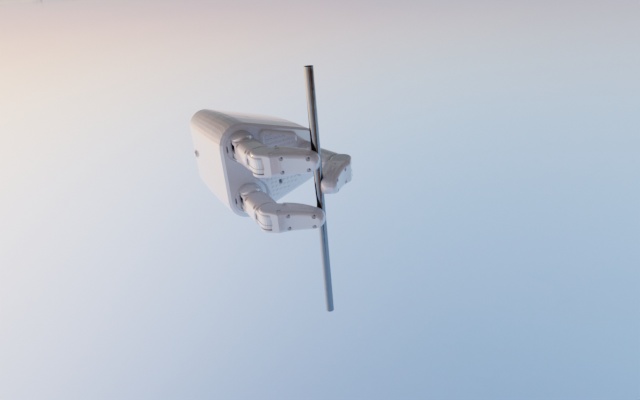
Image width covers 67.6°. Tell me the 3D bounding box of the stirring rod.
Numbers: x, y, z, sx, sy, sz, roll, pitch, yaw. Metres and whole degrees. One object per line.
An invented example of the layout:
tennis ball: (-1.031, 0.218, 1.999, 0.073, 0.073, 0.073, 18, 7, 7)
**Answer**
stirring rod: (0.000, 0.001, 0.431, 0.011, 0.240, 0.011, -4, 25, 2)
